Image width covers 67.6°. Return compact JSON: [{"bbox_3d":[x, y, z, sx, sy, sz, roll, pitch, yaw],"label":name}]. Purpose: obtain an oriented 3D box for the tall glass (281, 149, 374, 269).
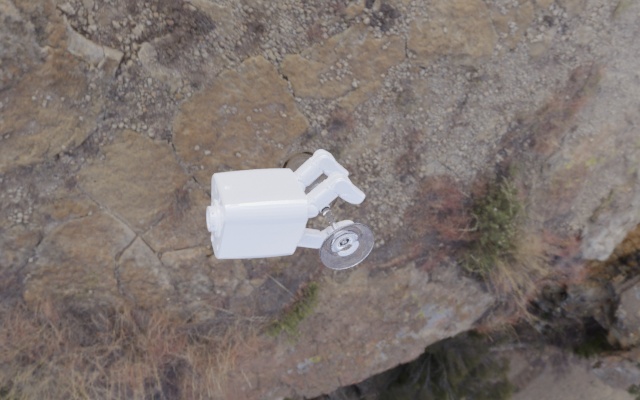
[{"bbox_3d":[0.000,0.003,0.673,0.079,0.079,0.201,0,35,-24],"label":"tall glass"}]
